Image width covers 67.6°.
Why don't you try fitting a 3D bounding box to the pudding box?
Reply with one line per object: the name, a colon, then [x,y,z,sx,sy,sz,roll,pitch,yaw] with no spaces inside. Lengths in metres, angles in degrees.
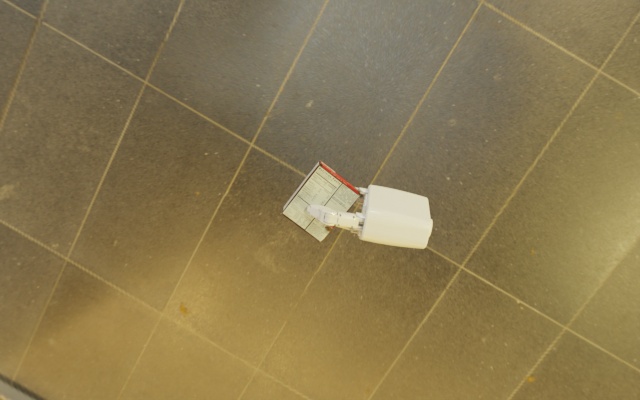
pudding box: [0.000,0.003,0.818,0.090,0.113,0.039,38,12,-6]
